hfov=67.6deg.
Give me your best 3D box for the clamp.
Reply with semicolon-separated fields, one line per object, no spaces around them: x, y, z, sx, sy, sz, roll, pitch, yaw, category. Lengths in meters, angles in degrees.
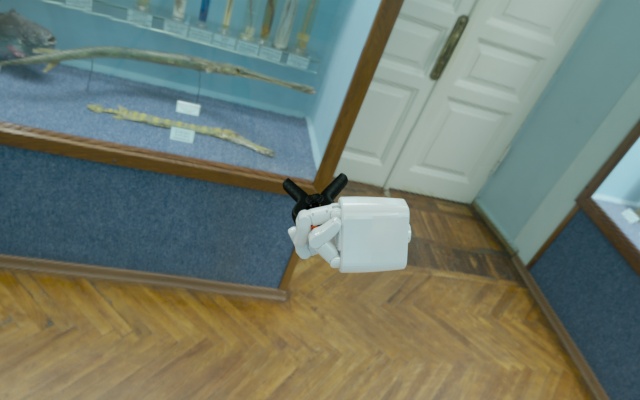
0.000;0.002;0.832;0.120;0.039;0.171;-15;38;0;clamp
